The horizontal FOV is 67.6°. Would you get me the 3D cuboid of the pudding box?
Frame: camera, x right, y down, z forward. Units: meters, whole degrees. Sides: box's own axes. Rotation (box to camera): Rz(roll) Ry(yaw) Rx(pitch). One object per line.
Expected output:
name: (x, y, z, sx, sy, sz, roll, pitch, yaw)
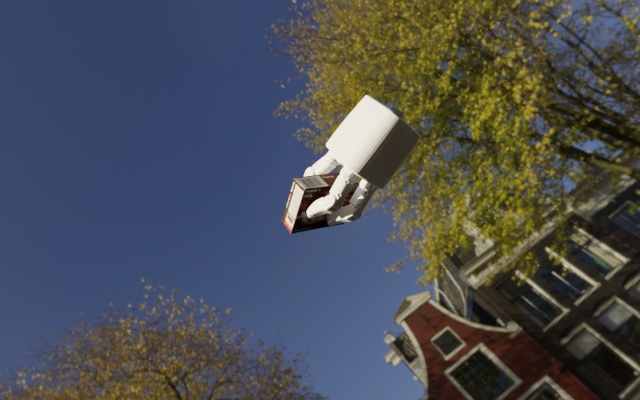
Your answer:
pudding box: (0.000, 0.002, 0.780, 0.113, 0.090, 0.039, -7, 39, -34)
